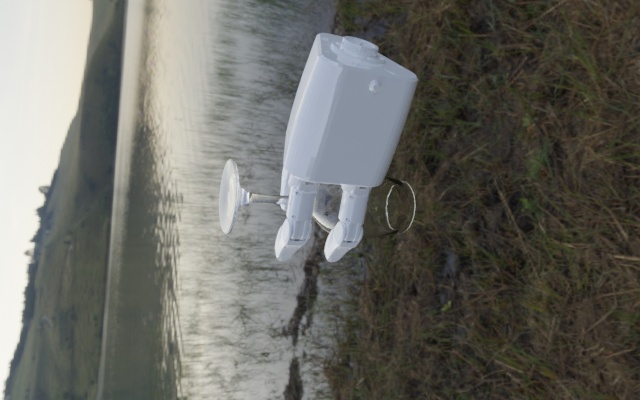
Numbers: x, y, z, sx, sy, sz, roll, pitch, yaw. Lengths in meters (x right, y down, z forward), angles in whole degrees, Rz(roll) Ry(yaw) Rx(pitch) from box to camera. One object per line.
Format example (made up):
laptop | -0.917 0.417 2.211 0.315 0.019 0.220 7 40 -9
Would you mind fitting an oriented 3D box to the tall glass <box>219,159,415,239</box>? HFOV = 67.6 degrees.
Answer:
tall glass | -0.001 0.002 0.507 0.201 0.079 0.079 4 -2 -24
